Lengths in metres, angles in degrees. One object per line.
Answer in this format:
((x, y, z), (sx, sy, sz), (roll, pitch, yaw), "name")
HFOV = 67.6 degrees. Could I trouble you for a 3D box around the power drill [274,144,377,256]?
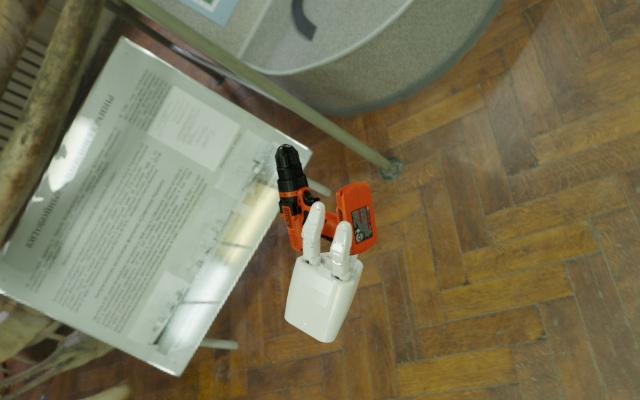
((0.000, 0.003, 0.746), (0.057, 0.184, 0.187), (-23, 19, -32), "power drill")
